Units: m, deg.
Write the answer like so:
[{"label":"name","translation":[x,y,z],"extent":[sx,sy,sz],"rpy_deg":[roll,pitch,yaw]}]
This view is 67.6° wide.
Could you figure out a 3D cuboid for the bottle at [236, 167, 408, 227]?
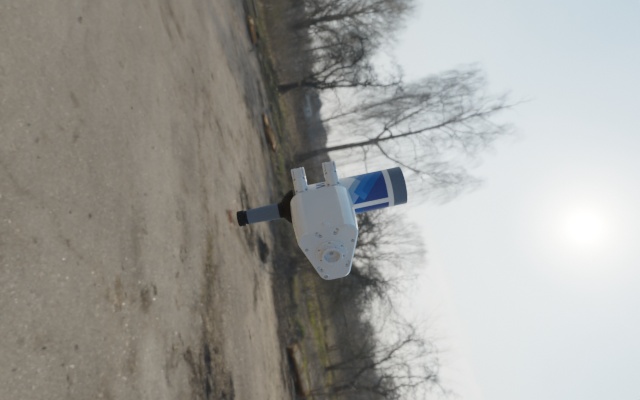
[{"label":"bottle","translation":[0.000,0.003,0.836],"extent":[0.296,0.069,0.069],"rpy_deg":[-12,0,0]}]
